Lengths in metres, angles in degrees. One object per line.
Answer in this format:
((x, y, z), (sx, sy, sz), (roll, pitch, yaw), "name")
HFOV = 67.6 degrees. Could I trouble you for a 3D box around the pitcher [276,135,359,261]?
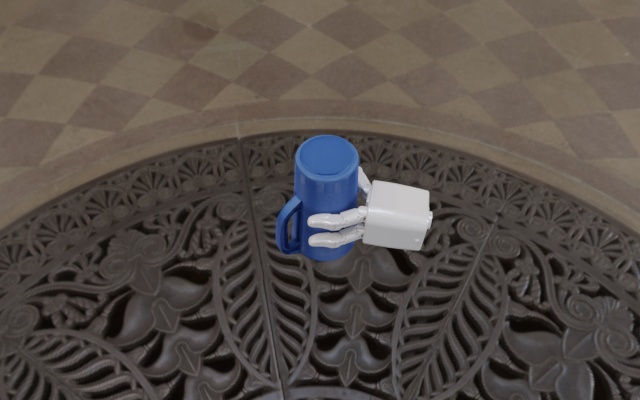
((0.000, 0.003, 0.885), (0.145, 0.149, 0.243), (11, -37, 7), "pitcher")
